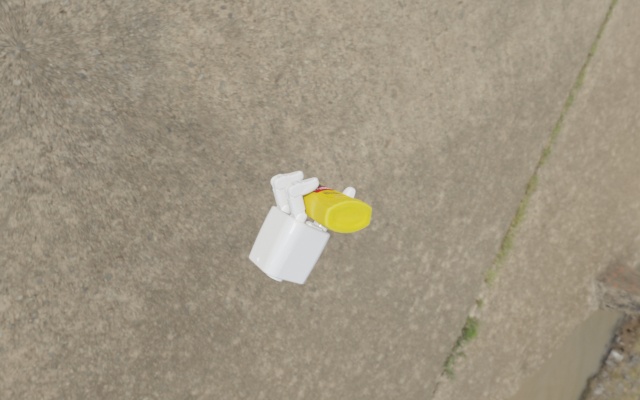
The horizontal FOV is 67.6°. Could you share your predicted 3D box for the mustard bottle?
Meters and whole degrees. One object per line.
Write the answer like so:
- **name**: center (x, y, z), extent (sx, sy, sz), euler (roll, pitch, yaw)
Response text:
- **mustard bottle**: center (0.000, 0.003, 0.857), extent (0.096, 0.058, 0.191), euler (-2, 16, -32)
